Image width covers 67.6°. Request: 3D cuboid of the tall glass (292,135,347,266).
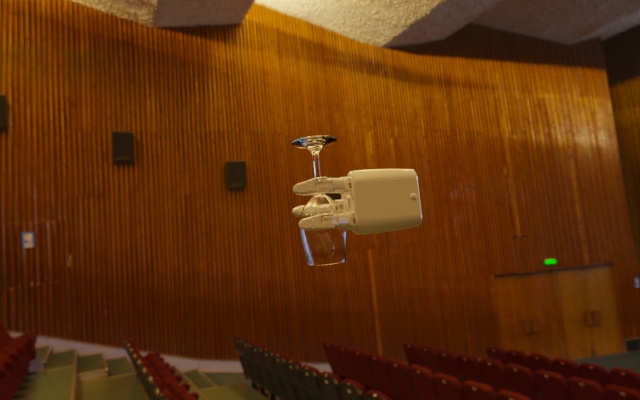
[{"bbox_3d":[0.000,0.002,0.766,0.079,0.201,0.079,-5,-6,-1],"label":"tall glass"}]
